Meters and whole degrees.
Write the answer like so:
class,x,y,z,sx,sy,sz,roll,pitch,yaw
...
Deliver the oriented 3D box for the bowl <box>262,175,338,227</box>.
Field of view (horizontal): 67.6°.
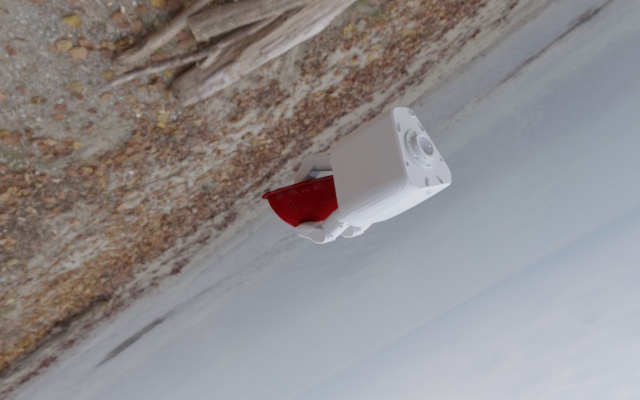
class,x,y,z,sx,sy,sz,roll,pitch,yaw
bowl,0.000,0.003,0.685,0.162,0.055,0.162,-13,-3,-1
